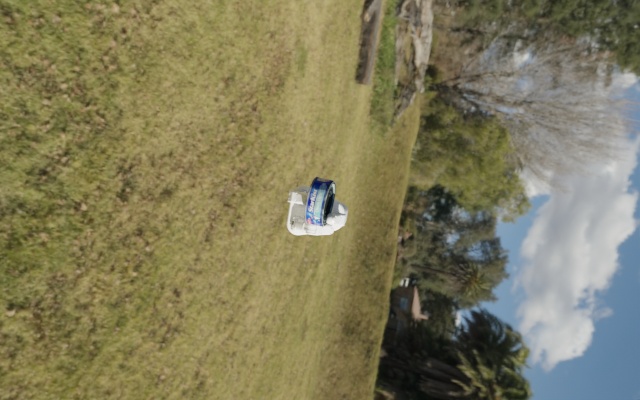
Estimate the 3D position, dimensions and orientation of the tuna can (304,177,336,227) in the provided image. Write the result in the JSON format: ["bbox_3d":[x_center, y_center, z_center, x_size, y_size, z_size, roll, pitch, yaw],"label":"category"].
[{"bbox_3d":[0.001,0.003,0.849,0.034,0.086,0.086,13,3,12],"label":"tuna can"}]
